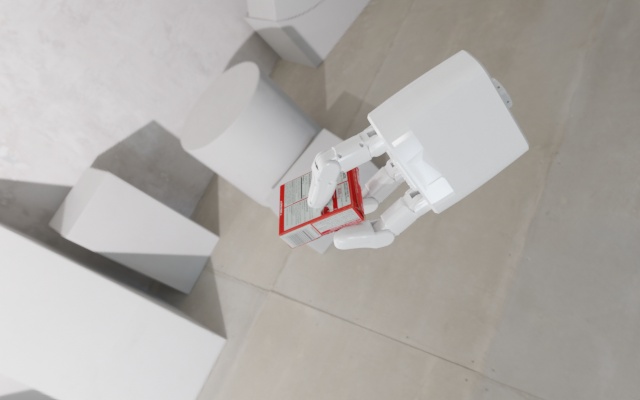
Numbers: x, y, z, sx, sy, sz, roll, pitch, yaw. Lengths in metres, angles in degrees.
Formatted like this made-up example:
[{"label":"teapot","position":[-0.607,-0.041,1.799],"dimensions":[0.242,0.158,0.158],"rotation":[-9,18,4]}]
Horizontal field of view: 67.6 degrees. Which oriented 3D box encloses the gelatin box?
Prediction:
[{"label":"gelatin box","position":[0.000,0.002,0.500],"dimensions":[0.089,0.073,0.030],"rotation":[-23,-46,19]}]
